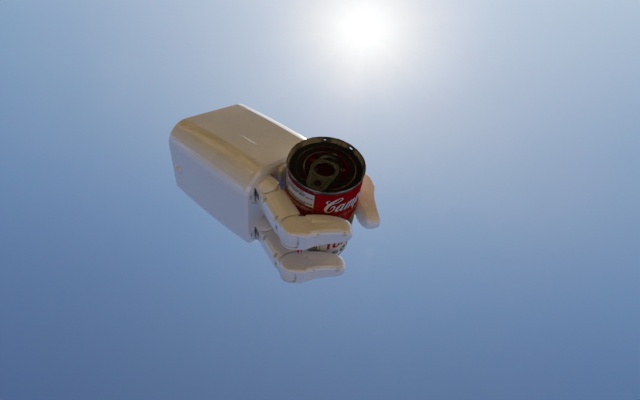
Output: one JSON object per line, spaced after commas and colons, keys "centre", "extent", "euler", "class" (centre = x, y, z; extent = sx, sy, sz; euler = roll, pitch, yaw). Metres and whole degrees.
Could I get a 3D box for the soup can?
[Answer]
{"centre": [0.001, 0.002, 0.441], "extent": [0.068, 0.068, 0.102], "euler": [0, -41, -8], "class": "soup can"}
